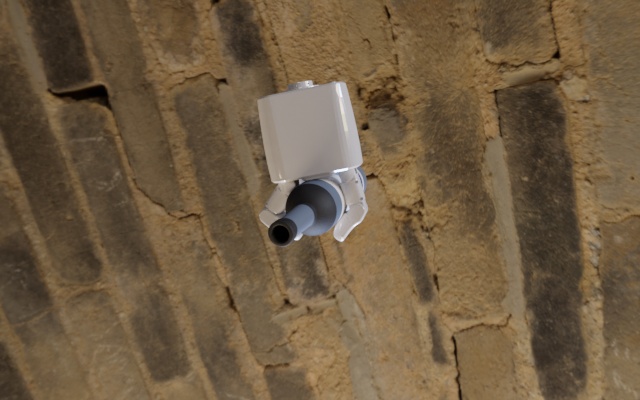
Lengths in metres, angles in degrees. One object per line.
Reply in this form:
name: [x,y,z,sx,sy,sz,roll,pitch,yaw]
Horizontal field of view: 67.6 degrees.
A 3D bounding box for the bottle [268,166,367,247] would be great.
bottle: [0.000,0.002,0.616,0.069,0.069,0.295,0,12,16]
